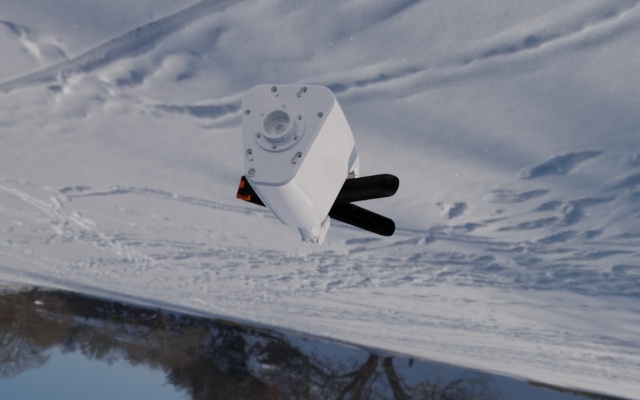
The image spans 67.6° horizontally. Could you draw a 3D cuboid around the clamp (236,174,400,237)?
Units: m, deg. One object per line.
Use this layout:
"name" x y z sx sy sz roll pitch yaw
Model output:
"clamp" -0.001 0.003 0.600 0.210 0.036 0.165 6 -22 17
